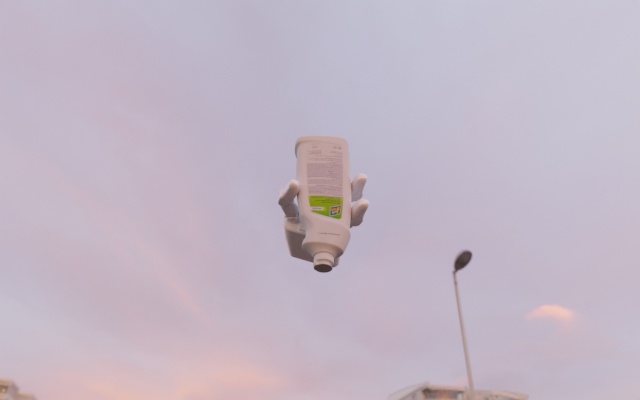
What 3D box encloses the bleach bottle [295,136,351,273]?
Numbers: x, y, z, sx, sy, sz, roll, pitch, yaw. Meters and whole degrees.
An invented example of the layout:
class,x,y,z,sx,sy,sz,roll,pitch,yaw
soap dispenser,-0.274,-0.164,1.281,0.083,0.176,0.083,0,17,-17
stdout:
class,x,y,z,sx,sy,sz,roll,pitch,yaw
bleach bottle,0.000,0.003,0.797,0.102,0.250,0.068,1,-37,2
